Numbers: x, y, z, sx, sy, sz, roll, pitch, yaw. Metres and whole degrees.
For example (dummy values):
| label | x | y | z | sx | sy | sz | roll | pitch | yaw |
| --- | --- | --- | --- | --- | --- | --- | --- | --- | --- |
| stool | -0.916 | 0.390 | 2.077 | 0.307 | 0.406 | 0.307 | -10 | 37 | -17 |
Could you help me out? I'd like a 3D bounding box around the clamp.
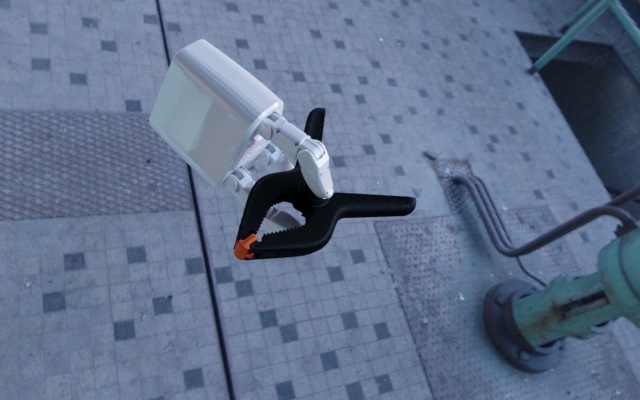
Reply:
| label | x | y | z | sx | sy | sz | roll | pitch | yaw |
| --- | --- | --- | --- | --- | --- | --- | --- | --- | --- |
| clamp | 0.000 | 0.001 | 0.498 | 0.210 | 0.164 | 0.036 | -46 | -7 | -37 |
